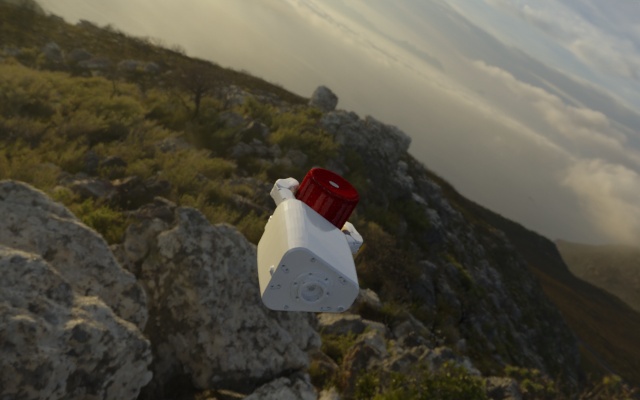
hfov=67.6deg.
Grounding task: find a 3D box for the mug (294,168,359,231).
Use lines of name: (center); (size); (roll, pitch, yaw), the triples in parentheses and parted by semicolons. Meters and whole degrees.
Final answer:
mug: (0.000, 0.001, 0.686); (0.093, 0.081, 0.117); (22, 24, -21)
